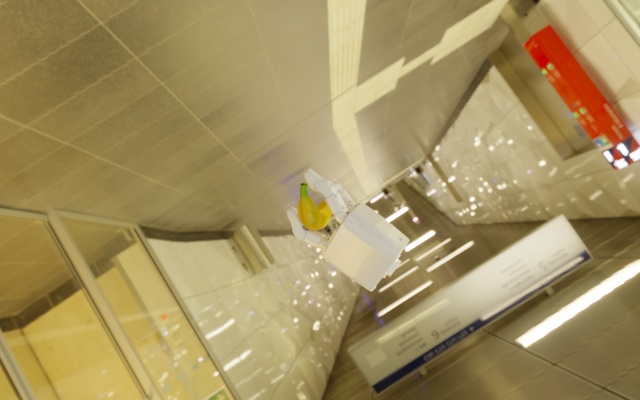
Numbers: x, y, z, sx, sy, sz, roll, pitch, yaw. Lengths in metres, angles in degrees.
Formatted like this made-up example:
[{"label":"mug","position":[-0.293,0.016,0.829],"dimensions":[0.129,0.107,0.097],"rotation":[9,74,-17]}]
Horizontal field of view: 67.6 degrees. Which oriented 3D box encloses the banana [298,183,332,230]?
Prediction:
[{"label":"banana","position":[-0.006,0.020,0.852],"dimensions":[0.037,0.069,0.198],"rotation":[16,-5,13]}]
